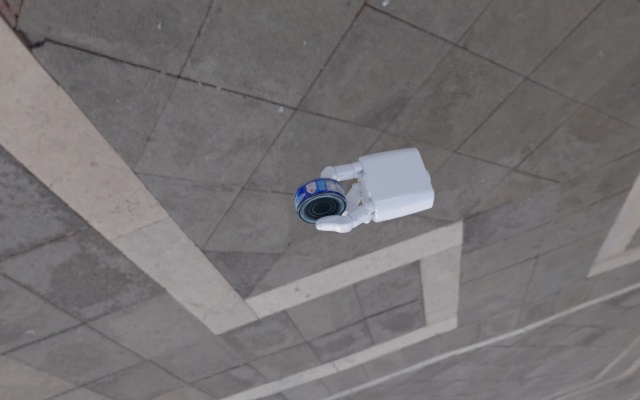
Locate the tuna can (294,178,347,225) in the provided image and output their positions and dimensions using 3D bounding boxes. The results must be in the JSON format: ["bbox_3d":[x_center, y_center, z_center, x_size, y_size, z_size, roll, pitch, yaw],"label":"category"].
[{"bbox_3d":[0.000,0.003,0.792,0.086,0.033,0.086,-8,-38,-7],"label":"tuna can"}]
